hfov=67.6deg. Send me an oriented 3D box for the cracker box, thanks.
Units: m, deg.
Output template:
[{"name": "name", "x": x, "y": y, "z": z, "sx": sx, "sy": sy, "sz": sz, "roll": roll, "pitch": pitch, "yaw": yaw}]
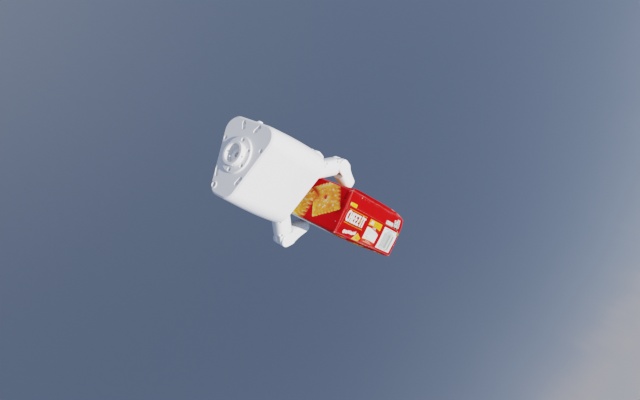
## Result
[{"name": "cracker box", "x": 0.000, "y": 0.003, "z": 0.745, "sx": 0.213, "sy": 0.072, "sz": 0.164, "roll": 24, "pitch": -1, "yaw": 39}]
